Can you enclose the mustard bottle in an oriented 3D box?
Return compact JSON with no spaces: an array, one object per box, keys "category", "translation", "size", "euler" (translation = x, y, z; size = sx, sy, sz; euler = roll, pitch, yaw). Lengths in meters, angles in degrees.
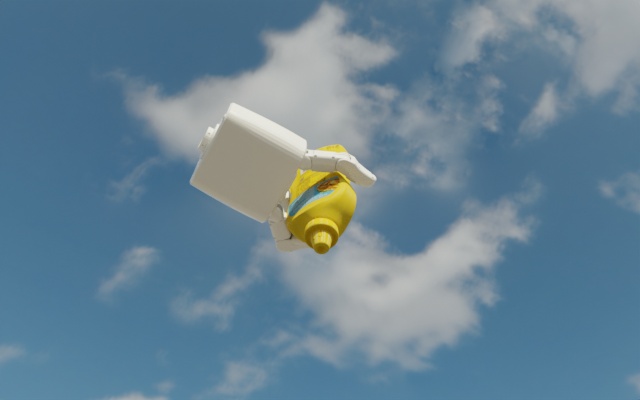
[{"category":"mustard bottle","translation":[0.000,0.002,0.620],"size":[0.096,0.058,0.191],"euler":[-29,28,17]}]
